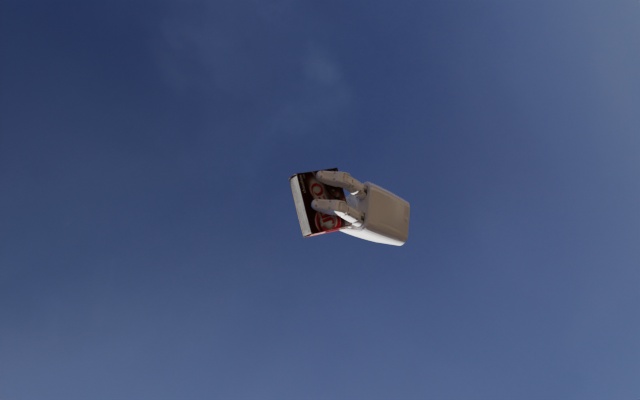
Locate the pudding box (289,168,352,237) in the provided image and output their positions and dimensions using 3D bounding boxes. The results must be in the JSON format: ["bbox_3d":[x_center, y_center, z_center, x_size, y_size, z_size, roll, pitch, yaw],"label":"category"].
[{"bbox_3d":[0.000,0.003,0.858,0.090,0.113,0.039,-11,-9,-35],"label":"pudding box"}]
